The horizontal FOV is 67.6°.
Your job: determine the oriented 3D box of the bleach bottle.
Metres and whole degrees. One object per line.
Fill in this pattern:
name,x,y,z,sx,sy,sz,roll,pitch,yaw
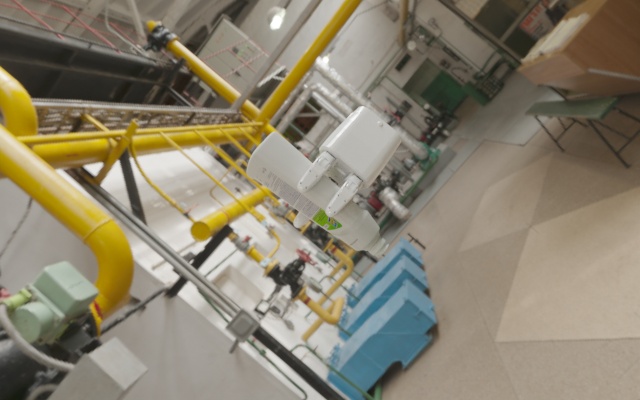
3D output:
bleach bottle,0.000,0.002,0.758,0.251,0.068,0.102,40,-22,0
